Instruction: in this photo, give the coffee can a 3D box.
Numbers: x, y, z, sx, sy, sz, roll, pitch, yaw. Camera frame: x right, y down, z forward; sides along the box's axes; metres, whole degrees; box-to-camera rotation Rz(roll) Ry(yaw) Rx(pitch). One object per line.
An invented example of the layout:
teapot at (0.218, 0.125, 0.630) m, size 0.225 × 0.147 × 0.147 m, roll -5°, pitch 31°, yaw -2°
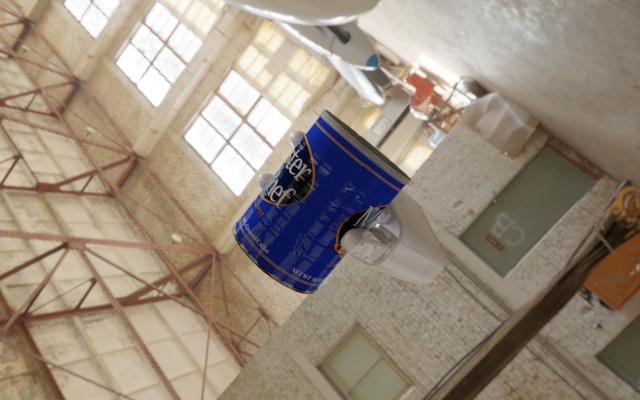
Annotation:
coffee can at (0.000, 0.001, 0.448) m, size 0.103 × 0.140 × 0.102 m, roll 38°, pitch 11°, yaw -9°
